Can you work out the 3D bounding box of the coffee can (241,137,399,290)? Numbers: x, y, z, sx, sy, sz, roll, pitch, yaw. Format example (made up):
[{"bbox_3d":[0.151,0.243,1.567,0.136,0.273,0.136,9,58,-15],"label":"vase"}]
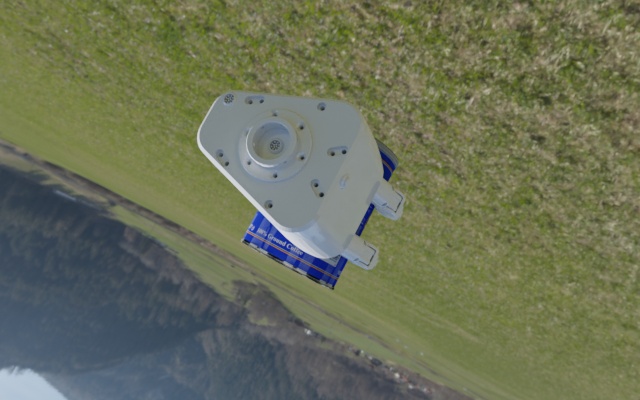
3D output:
[{"bbox_3d":[0.000,0.001,0.470,0.103,0.140,0.103,27,-6,3],"label":"coffee can"}]
